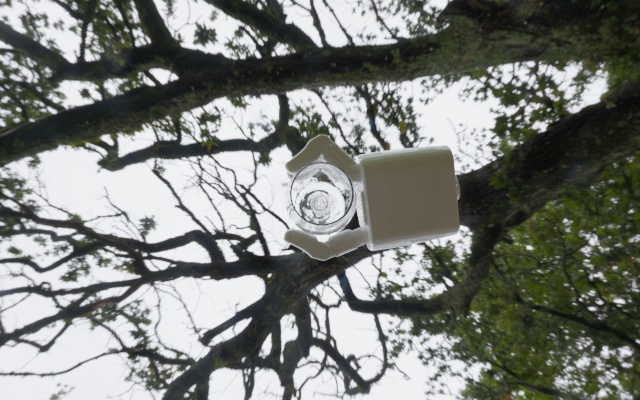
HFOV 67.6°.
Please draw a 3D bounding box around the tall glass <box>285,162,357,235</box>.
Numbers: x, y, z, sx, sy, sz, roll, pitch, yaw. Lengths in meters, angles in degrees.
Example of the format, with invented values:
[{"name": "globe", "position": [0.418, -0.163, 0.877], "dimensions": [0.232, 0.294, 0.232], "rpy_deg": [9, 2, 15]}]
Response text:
[{"name": "tall glass", "position": [0.000, 0.002, 0.555], "dimensions": [0.079, 0.079, 0.201], "rpy_deg": [0, -5, 0]}]
